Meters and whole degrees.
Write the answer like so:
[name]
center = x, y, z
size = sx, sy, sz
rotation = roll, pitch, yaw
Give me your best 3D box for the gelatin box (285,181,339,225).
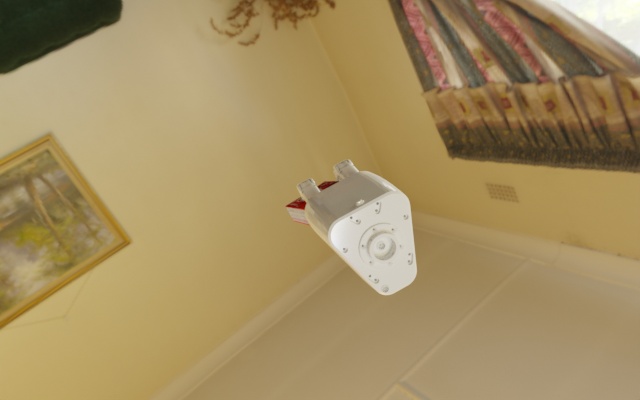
[gelatin box]
center = 0.000, 0.003, 0.664
size = 0.073, 0.030, 0.089
rotation = -33, 14, -18
